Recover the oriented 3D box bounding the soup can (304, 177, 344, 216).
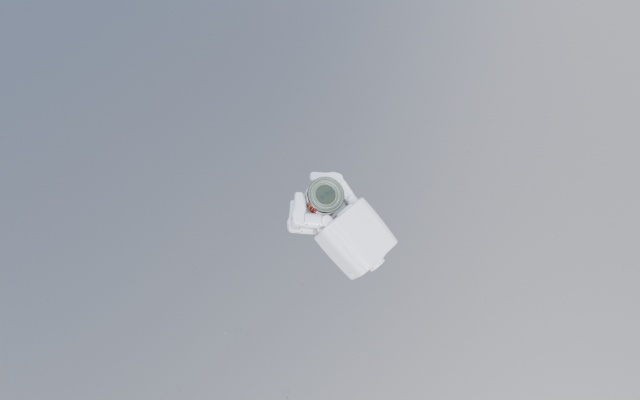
[{"bbox_3d":[0.000,0.002,0.871,0.068,0.068,0.102,0,-15,-11],"label":"soup can"}]
